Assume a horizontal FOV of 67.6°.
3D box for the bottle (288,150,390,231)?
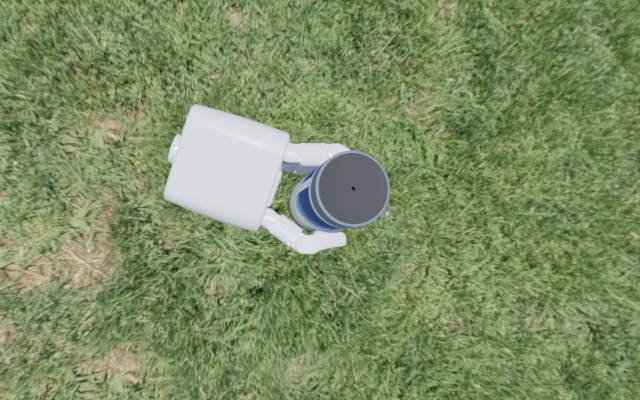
[{"bbox_3d":[0.000,0.002,0.552,0.069,0.069,0.296,0,-5,-11],"label":"bottle"}]
